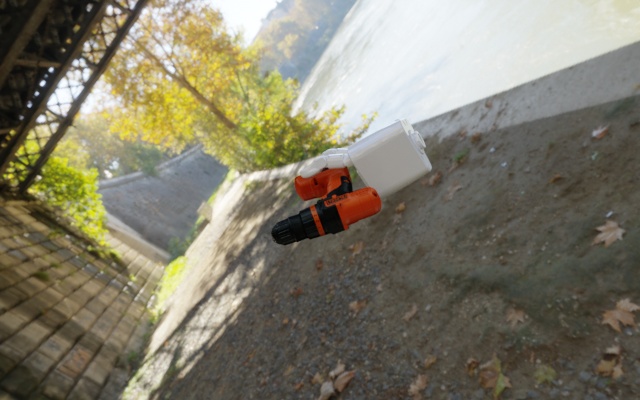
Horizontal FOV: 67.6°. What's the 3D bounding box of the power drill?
[{"bbox_3d":[0.000,0.002,0.830,0.184,0.057,0.187,-19,25,0],"label":"power drill"}]
